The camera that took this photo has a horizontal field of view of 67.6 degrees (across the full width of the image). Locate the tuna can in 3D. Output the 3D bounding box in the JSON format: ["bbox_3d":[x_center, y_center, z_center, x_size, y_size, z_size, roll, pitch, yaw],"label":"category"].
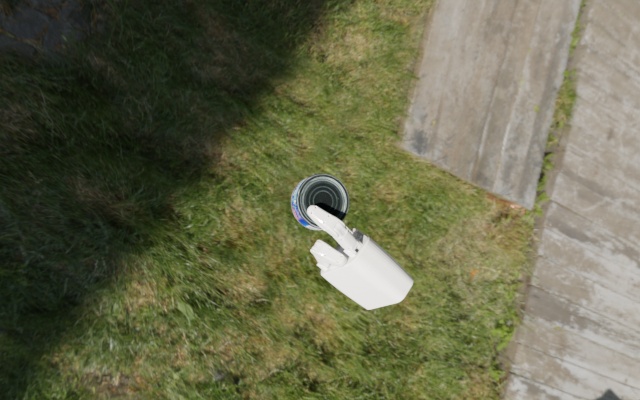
[{"bbox_3d":[0.000,0.002,0.729,0.086,0.086,0.034,0,-6,-18],"label":"tuna can"}]
